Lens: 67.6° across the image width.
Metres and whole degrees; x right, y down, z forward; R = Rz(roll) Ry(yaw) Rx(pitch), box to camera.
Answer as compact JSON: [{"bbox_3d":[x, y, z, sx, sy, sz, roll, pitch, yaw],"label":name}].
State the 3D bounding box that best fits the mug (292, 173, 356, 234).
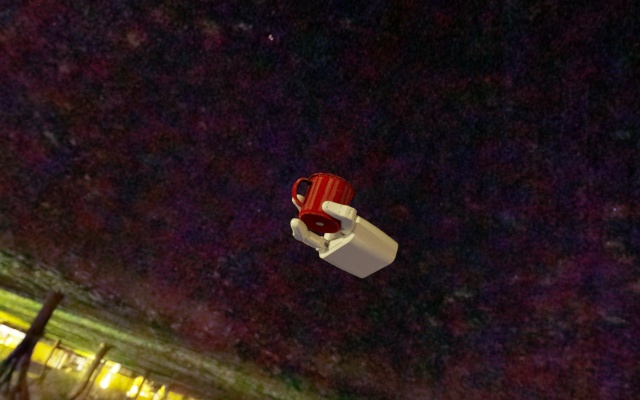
[{"bbox_3d":[-0.001,0.002,0.879,0.117,0.081,0.093,31,-29,-21],"label":"mug"}]
